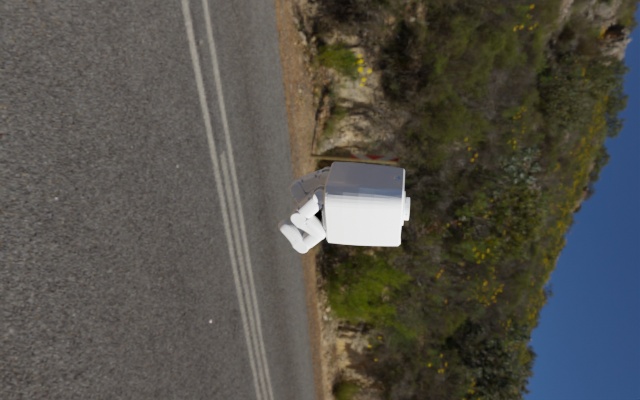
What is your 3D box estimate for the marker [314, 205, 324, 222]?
[{"bbox_3d":[0.000,0.002,0.751,0.020,0.020,0.121,0,31,11],"label":"marker"}]
